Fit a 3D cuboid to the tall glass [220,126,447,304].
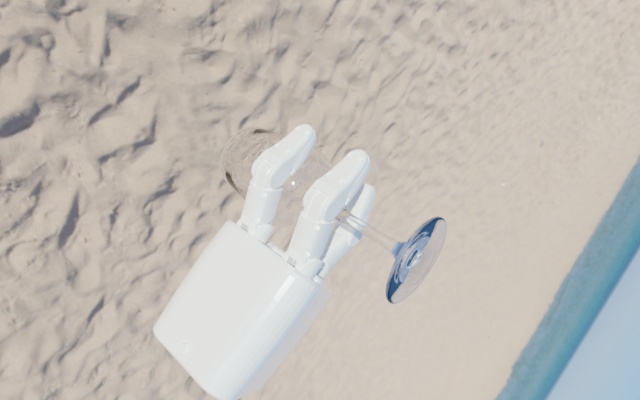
[{"bbox_3d":[0.001,0.002,0.406,0.201,0.079,0.079,32,18,32],"label":"tall glass"}]
